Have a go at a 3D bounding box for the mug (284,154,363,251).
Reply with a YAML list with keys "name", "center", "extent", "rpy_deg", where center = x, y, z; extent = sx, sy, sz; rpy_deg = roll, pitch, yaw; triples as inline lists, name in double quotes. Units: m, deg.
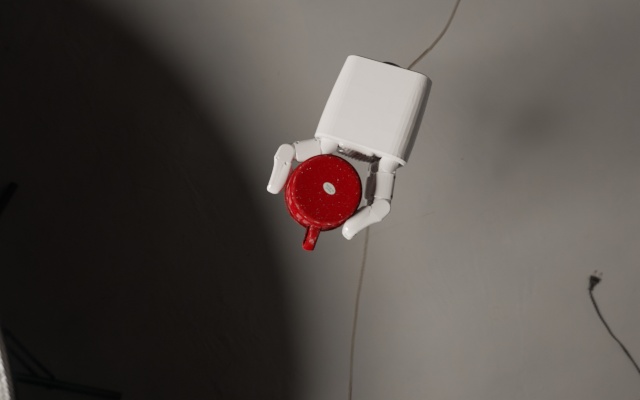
- name: "mug"
  center: [0.000, 0.003, 0.559]
  extent: [0.093, 0.117, 0.081]
  rpy_deg: [19, -4, -3]
